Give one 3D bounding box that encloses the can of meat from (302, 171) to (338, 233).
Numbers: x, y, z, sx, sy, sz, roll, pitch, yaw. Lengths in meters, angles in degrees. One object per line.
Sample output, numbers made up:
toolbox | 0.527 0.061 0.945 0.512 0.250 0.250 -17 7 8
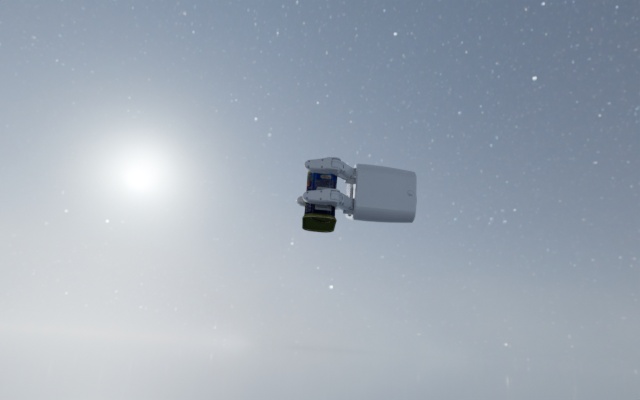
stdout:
can of meat | 0.000 0.002 0.826 0.057 0.084 0.102 5 -17 -1
